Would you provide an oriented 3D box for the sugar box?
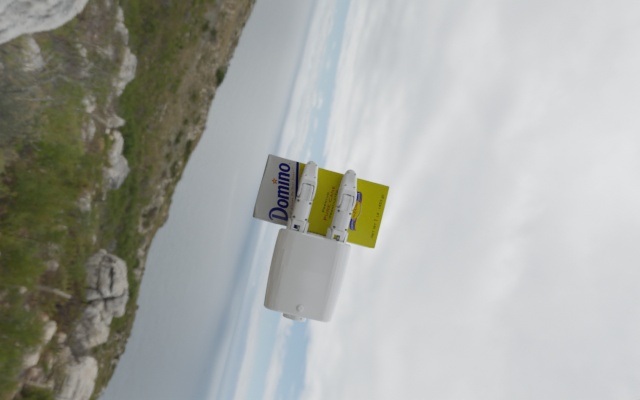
[{"bbox_3d":[0.000,0.002,0.675,0.176,0.093,0.048,14,-6,-6],"label":"sugar box"}]
